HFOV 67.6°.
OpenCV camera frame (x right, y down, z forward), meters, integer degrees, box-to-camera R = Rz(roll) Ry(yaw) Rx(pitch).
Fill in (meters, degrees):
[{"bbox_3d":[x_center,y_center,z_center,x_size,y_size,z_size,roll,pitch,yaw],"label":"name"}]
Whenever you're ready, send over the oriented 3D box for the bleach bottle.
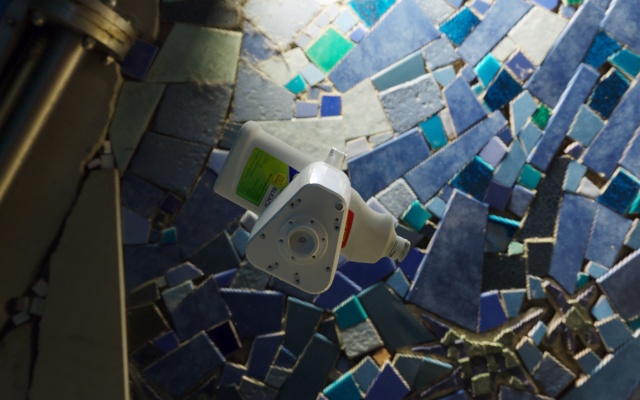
[{"bbox_3d":[0.000,0.002,0.601,0.251,0.102,0.068,27,14,-4],"label":"bleach bottle"}]
